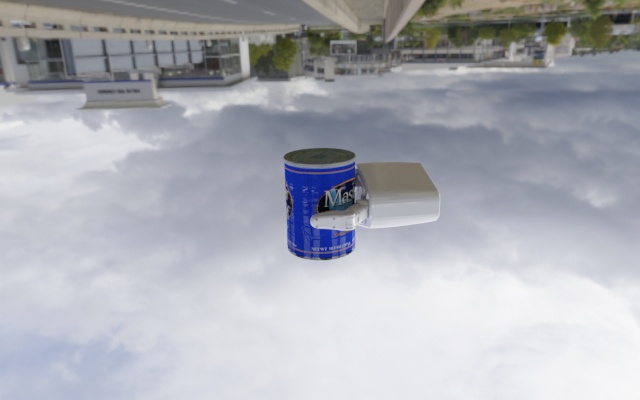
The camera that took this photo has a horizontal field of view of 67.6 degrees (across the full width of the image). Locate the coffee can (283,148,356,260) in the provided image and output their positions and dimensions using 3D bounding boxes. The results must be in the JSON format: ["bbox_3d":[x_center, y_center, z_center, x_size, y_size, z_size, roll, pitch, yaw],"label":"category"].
[{"bbox_3d":[0.000,0.002,0.695,0.103,0.140,0.102,-1,18,0],"label":"coffee can"}]
